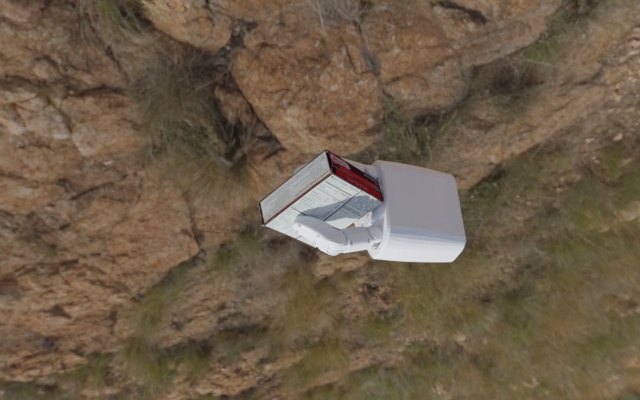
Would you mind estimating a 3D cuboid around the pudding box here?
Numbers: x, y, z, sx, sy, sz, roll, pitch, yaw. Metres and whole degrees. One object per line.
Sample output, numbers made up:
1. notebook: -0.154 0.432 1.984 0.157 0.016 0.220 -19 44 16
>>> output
1. pudding box: 0.000 0.002 0.539 0.113 0.039 0.090 -37 -44 27
